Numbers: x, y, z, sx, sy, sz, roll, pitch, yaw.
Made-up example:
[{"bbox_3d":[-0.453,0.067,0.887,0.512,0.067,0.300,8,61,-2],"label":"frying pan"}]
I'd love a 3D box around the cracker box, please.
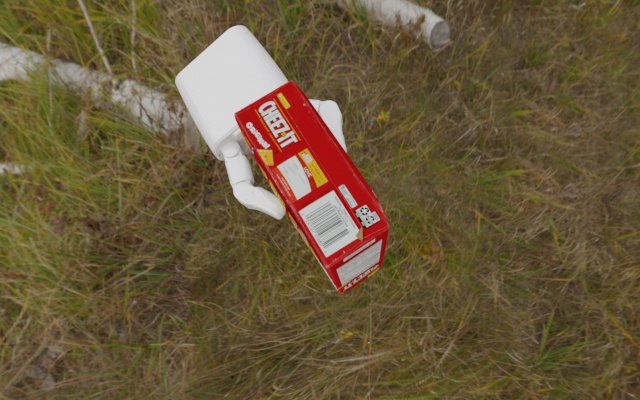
[{"bbox_3d":[0.000,0.002,0.500,0.072,0.164,0.214,-31,-17,-4],"label":"cracker box"}]
